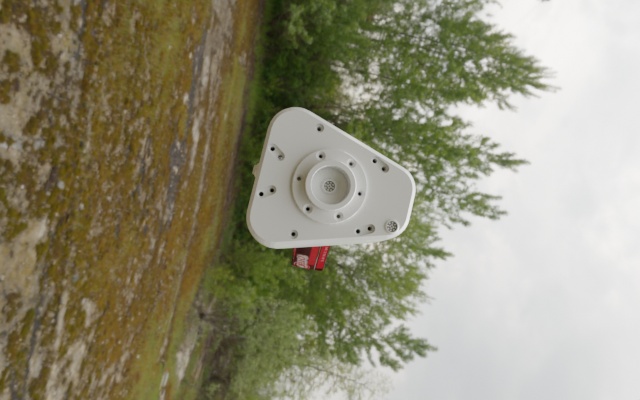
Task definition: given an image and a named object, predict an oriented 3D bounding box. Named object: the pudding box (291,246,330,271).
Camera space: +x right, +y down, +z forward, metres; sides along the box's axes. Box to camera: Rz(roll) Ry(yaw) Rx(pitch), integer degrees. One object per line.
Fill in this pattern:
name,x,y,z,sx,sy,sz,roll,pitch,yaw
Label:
pudding box,0.000,0.002,0.476,0.039,0.113,0.090,14,-32,-1
